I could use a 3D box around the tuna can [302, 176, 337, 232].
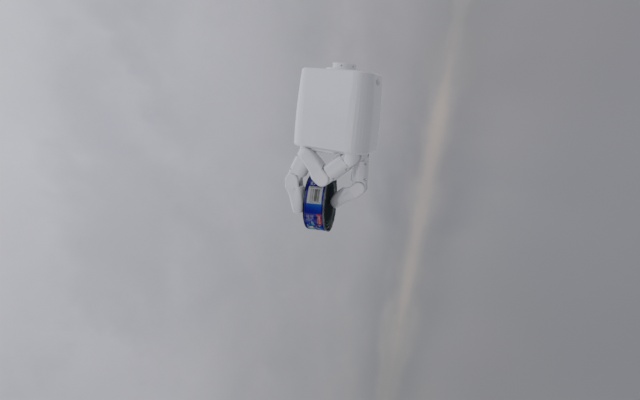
[{"bbox_3d":[0.000,0.002,0.713,0.034,0.086,0.086,5,1,13],"label":"tuna can"}]
